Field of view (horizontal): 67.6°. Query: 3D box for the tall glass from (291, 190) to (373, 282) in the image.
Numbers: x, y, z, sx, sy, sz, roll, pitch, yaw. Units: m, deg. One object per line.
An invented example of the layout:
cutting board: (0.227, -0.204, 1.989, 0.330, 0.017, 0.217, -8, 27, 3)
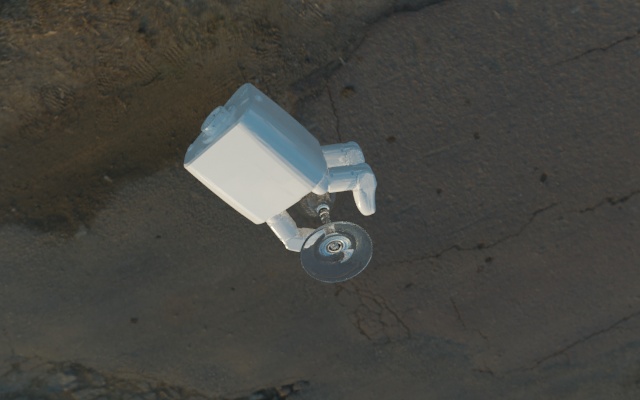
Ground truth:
tall glass: (0.000, 0.002, 0.559, 0.079, 0.079, 0.201, 0, 31, -11)
